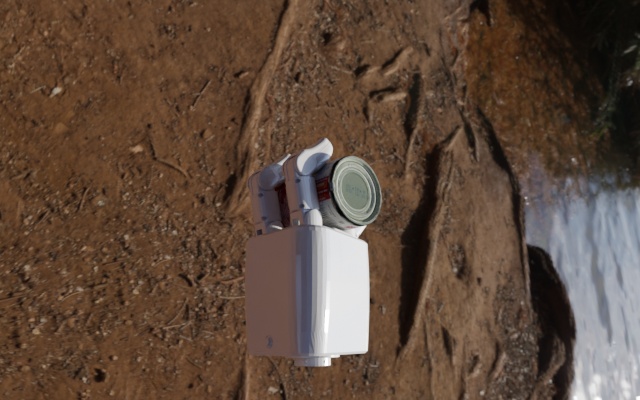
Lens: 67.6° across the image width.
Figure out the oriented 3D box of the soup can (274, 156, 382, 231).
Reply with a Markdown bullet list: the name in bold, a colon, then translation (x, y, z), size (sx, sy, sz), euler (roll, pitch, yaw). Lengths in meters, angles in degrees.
- **soup can**: translation (0.000, 0.001, 0.468), size (0.068, 0.068, 0.102), euler (0, -13, -43)
